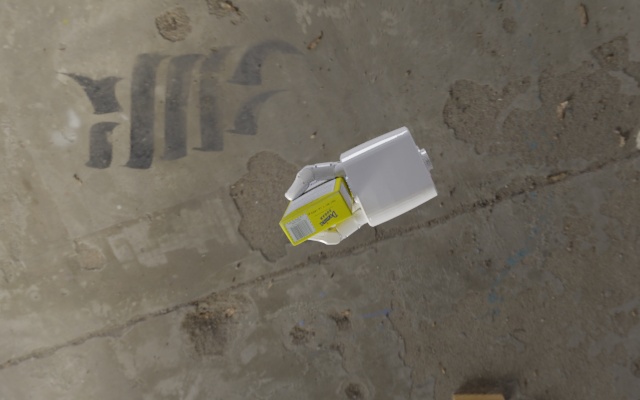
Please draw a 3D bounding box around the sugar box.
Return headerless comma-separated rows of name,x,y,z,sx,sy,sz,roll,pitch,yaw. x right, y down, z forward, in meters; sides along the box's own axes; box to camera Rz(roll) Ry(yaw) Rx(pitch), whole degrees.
sugar box,0.000,0.003,0.707,0.093,0.048,0.176,-27,9,11
